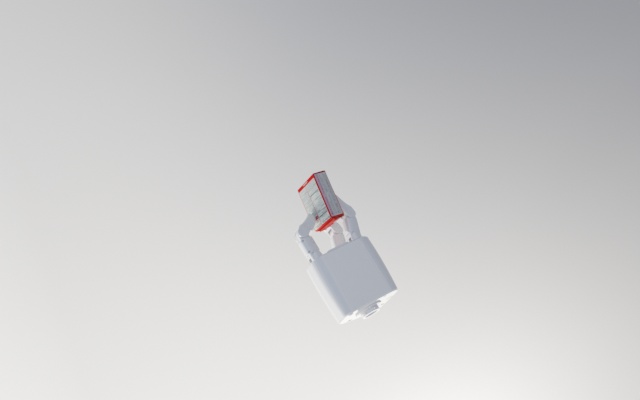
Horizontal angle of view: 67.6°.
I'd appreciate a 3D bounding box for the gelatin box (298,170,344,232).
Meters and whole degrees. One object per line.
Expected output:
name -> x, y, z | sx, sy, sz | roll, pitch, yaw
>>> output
gelatin box -> 0.000, 0.003, 0.842 | 0.030, 0.089, 0.073 | -17, -14, -30
